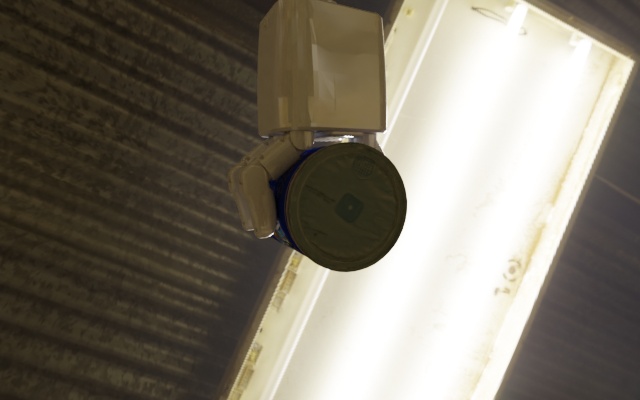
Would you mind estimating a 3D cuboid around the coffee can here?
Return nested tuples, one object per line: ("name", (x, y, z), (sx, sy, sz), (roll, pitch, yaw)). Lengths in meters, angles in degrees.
("coffee can", (0.000, 0.002, 0.439), (0.103, 0.103, 0.140), (0, 4, -20))
